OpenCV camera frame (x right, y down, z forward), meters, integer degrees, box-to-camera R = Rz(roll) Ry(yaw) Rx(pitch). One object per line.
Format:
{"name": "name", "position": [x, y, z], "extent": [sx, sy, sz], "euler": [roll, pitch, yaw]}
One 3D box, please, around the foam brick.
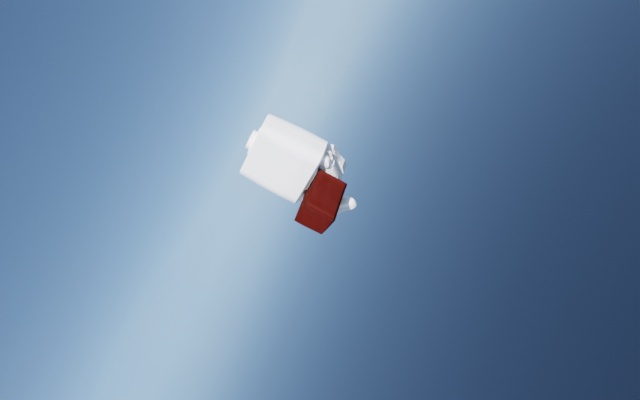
{"name": "foam brick", "position": [0.000, 0.003, 0.746], "extent": [0.051, 0.078, 0.053], "euler": [27, -39, -9]}
